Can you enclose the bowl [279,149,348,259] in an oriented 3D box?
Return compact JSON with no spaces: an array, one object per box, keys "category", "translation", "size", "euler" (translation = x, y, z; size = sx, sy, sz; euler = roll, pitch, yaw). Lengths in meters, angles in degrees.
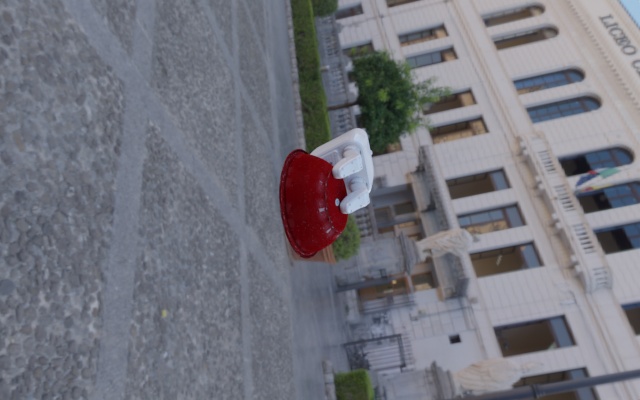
[{"category":"bowl","translation":[0.000,0.003,0.693],"size":[0.055,0.162,0.162],"euler":[-5,-2,22]}]
